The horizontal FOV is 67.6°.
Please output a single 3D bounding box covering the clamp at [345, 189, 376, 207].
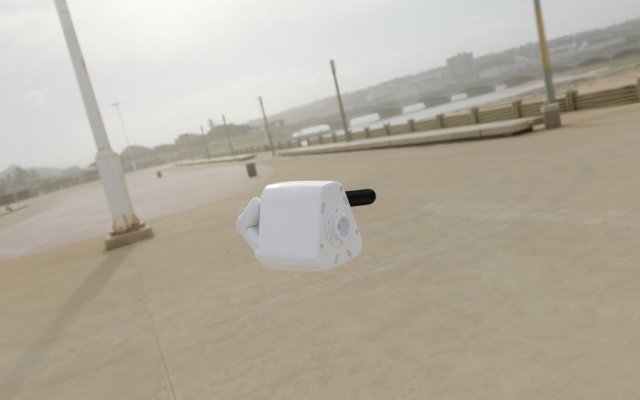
[{"bbox_3d":[0.000,0.002,0.734,0.120,0.039,0.171,1,16,42],"label":"clamp"}]
